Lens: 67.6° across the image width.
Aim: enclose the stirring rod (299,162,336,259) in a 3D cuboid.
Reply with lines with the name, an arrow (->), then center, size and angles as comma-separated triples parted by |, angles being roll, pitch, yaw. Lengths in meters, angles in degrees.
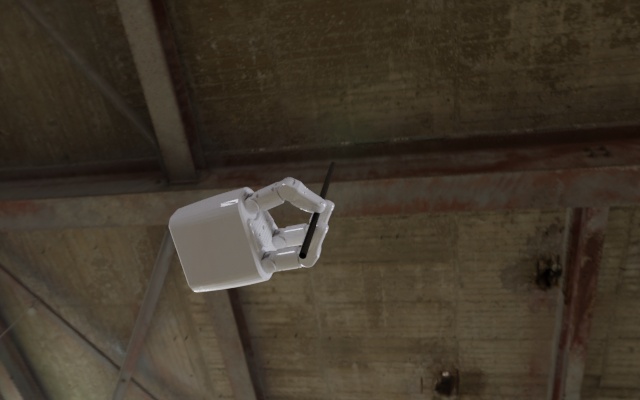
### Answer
stirring rod -> 0.000, 0.002, 0.599 | 0.011, 0.011, 0.239 | 0, 27, 10
